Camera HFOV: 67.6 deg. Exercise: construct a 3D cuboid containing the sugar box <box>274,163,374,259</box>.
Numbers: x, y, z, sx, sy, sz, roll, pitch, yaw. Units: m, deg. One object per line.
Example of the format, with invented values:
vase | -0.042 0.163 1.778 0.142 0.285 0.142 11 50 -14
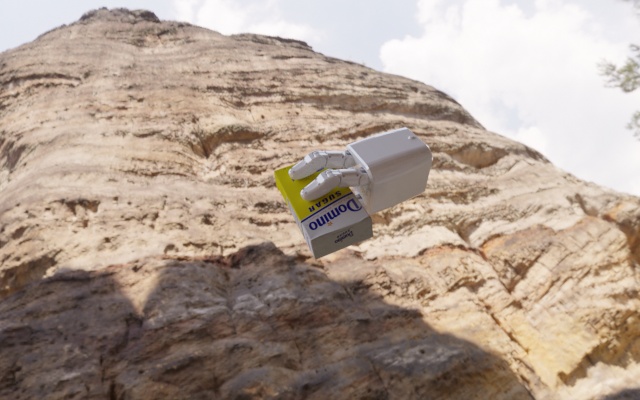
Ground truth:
sugar box | 0.000 0.002 0.717 0.093 0.048 0.176 -21 40 -11
